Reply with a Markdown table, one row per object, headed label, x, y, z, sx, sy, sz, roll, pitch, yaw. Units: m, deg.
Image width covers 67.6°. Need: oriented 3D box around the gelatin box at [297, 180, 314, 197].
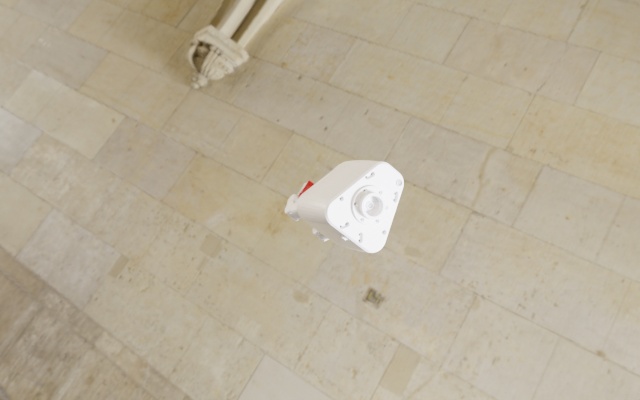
| label | x | y | z | sx | sy | sz | roll | pitch | yaw |
| --- | --- | --- | --- | --- | --- | --- | --- | --- | --- |
| gelatin box | 0.000 | 0.002 | 0.754 | 0.073 | 0.030 | 0.089 | 35 | -4 | -5 |
